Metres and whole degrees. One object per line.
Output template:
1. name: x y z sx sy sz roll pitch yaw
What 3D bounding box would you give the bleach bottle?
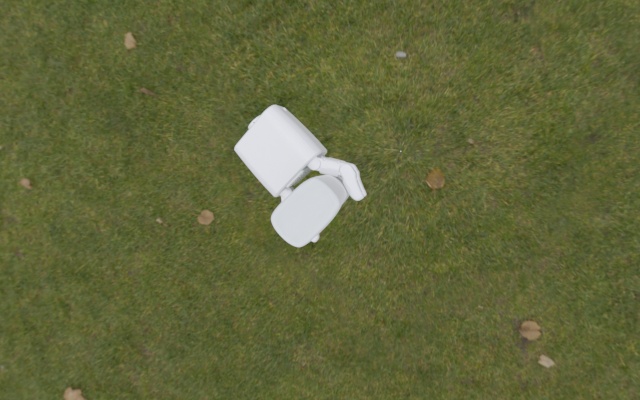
1. bleach bottle: 0.000 0.003 0.776 0.102 0.068 0.251 -44 -2 11
